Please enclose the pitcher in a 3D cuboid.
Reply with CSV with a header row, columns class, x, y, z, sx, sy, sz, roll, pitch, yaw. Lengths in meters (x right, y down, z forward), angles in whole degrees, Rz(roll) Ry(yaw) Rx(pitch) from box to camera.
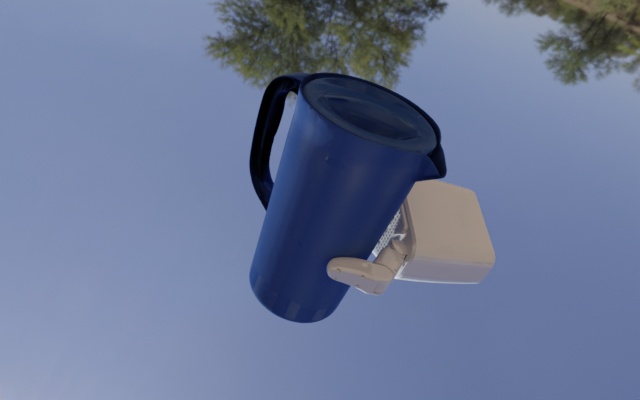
class,x,y,z,sx,sy,sz,roll,pitch,yaw
pitcher,0.000,0.002,0.481,0.145,0.243,0.149,8,36,-22
